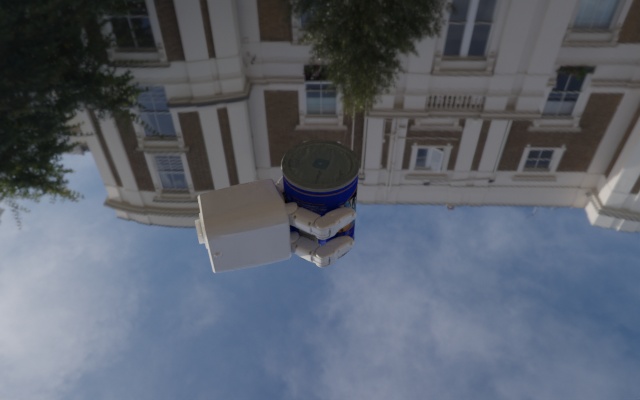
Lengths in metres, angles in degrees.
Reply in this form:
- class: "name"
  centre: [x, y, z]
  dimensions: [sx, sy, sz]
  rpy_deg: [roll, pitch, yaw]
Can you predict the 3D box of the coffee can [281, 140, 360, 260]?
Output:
- class: "coffee can"
  centre: [0.000, 0.002, 0.668]
  dimensions: [0.103, 0.140, 0.102]
  rpy_deg: [0, 42, 0]
